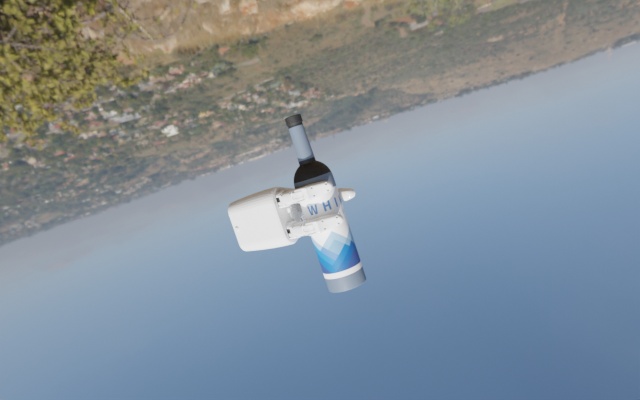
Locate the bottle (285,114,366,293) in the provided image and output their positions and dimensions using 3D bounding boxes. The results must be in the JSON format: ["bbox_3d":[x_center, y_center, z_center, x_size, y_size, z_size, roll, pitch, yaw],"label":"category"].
[{"bbox_3d":[0.000,0.003,0.789,0.069,0.296,0.069,-18,6,2],"label":"bottle"}]
